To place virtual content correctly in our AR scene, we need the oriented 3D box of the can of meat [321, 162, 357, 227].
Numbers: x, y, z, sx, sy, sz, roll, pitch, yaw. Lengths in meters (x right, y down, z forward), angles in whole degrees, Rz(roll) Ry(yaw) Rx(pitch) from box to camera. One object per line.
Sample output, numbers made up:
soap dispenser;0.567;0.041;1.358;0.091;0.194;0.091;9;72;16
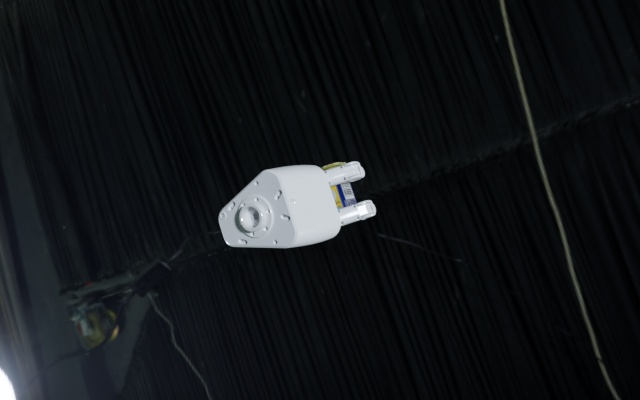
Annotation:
can of meat;0.000;0.003;0.682;0.102;0.084;0.057;-21;-6;25
